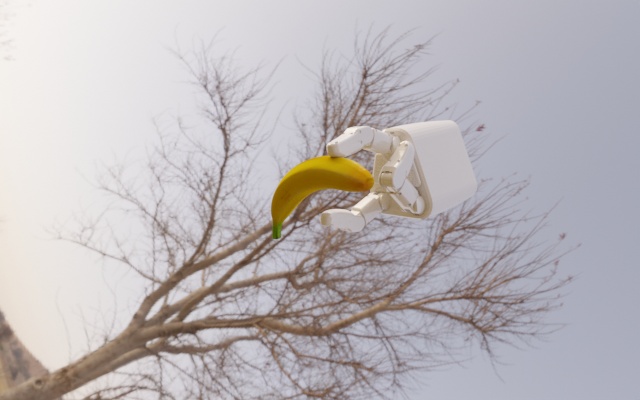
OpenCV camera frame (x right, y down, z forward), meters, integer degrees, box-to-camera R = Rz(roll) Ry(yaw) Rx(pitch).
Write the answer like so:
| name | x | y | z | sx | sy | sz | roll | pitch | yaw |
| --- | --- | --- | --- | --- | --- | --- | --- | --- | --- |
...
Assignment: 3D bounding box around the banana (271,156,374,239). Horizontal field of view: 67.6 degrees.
| name | x | y | z | sx | sy | sz | roll | pitch | yaw |
| --- | --- | --- | --- | --- | --- | --- | --- | --- | --- |
| banana | -0.009 | -0.014 | 0.556 | 0.037 | 0.069 | 0.198 | -17 | -9 | -38 |
